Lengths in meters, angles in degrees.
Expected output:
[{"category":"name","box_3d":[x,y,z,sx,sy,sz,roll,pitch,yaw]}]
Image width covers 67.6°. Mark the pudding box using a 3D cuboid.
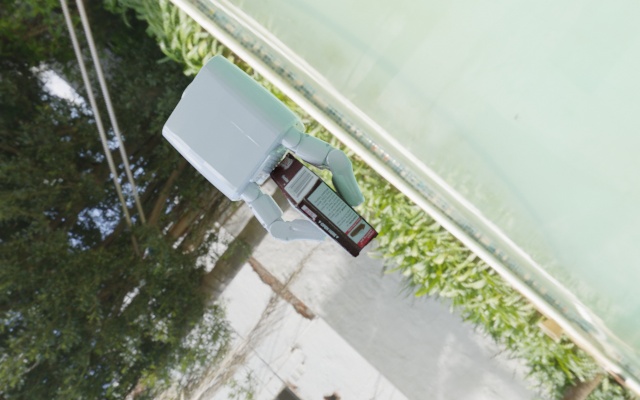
[{"category":"pudding box","box_3d":[0.000,0.002,0.496,0.090,0.039,0.113,41,3,-26]}]
